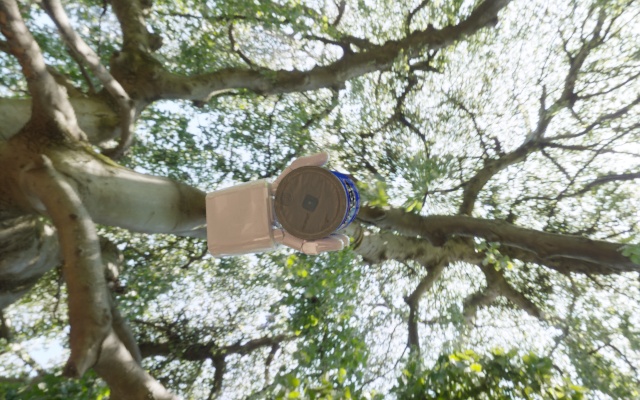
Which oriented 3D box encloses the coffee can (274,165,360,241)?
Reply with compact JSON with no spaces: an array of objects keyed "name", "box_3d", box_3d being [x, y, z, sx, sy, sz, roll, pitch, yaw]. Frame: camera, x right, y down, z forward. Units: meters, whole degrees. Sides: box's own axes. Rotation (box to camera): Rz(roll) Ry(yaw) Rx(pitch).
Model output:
[{"name":"coffee can","box_3d":[0.000,0.002,0.718,0.103,0.103,0.140,0,1,13]}]
